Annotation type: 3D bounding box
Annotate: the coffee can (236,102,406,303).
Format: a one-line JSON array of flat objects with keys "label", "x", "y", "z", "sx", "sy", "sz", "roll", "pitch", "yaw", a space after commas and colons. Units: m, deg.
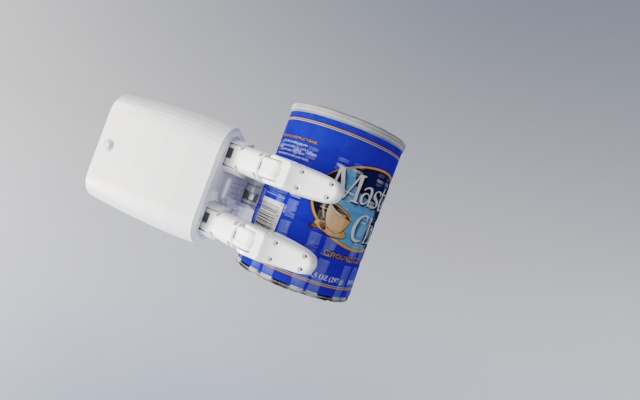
[{"label": "coffee can", "x": 0.000, "y": 0.001, "z": 0.409, "sx": 0.103, "sy": 0.140, "sz": 0.103, "roll": 21, "pitch": 1, "yaw": 0}]
